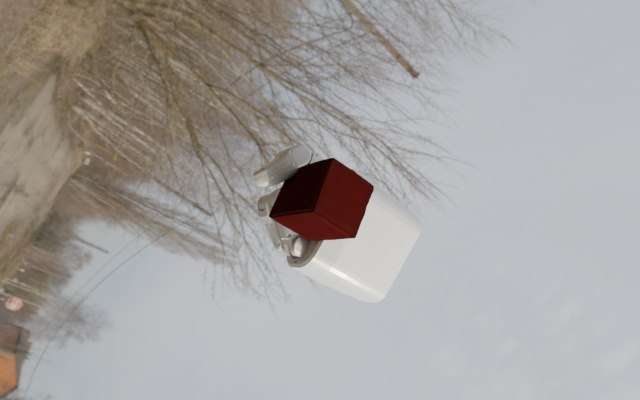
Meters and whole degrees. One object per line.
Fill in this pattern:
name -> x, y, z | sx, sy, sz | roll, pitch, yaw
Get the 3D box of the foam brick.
foam brick -> 0.000, 0.001, 0.430 | 0.051, 0.053, 0.078 | 33, -22, -26
